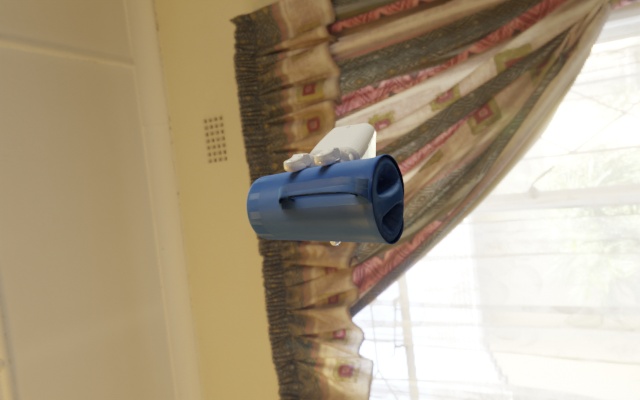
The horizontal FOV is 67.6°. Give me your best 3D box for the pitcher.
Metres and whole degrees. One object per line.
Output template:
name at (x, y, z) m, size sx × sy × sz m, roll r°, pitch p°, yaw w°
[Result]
pitcher at (0.000, 0.002, 0.753) m, size 0.243 × 0.149 × 0.145 m, roll -4°, pitch 32°, yaw 30°
